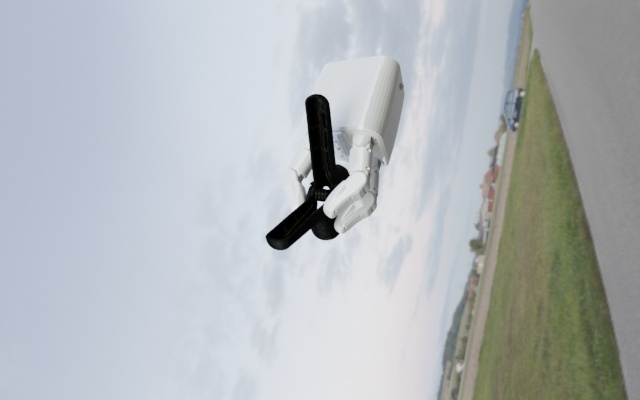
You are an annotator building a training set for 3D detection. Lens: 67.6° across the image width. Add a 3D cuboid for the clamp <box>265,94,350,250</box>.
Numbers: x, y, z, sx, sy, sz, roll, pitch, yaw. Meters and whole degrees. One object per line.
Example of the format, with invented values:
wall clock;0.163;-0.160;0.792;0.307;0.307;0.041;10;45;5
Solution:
clamp;0.000;0.002;0.552;0.036;0.164;0.210;12;-19;21
